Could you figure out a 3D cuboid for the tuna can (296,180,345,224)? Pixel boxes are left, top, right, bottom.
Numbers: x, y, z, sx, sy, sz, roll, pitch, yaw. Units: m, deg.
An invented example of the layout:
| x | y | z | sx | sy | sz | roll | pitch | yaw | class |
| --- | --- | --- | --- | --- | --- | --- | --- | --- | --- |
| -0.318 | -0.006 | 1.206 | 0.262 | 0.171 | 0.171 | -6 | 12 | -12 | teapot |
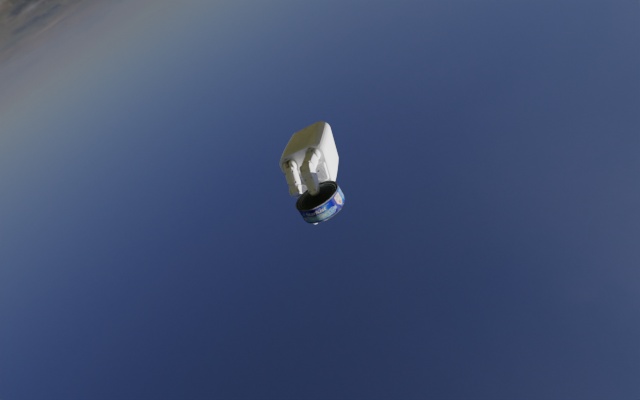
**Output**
| x | y | z | sx | sy | sz | roll | pitch | yaw | class |
| --- | --- | --- | --- | --- | --- | --- | --- | --- | --- |
| 0.000 | 0.003 | 0.862 | 0.086 | 0.034 | 0.086 | -25 | 26 | 13 | tuna can |
